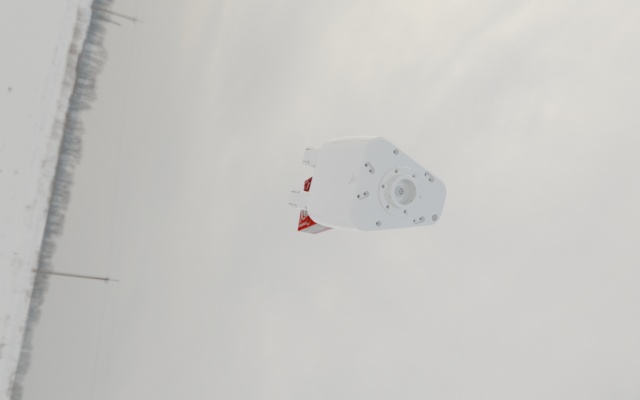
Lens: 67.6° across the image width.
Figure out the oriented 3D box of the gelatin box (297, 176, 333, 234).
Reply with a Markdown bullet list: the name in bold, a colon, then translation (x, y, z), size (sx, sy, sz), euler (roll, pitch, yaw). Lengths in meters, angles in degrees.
- **gelatin box**: translation (0.000, 0.002, 0.627), size (0.030, 0.073, 0.089), euler (12, -15, -19)
